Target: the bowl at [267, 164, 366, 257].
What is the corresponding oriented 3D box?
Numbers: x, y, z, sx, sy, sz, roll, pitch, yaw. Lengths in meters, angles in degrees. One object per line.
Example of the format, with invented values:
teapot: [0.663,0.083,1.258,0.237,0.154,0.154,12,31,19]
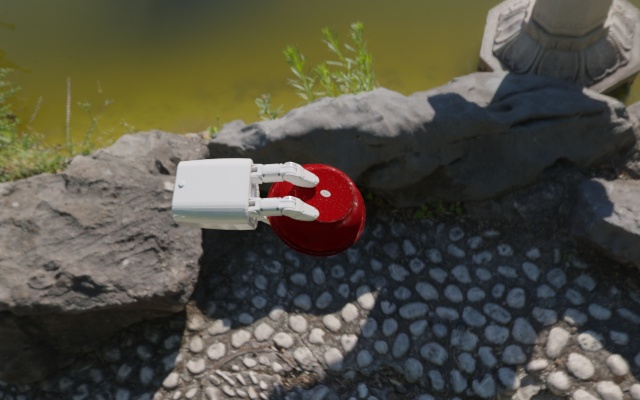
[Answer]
bowl: [0.001,0.002,0.736,0.162,0.162,0.055,0,-25,-15]
